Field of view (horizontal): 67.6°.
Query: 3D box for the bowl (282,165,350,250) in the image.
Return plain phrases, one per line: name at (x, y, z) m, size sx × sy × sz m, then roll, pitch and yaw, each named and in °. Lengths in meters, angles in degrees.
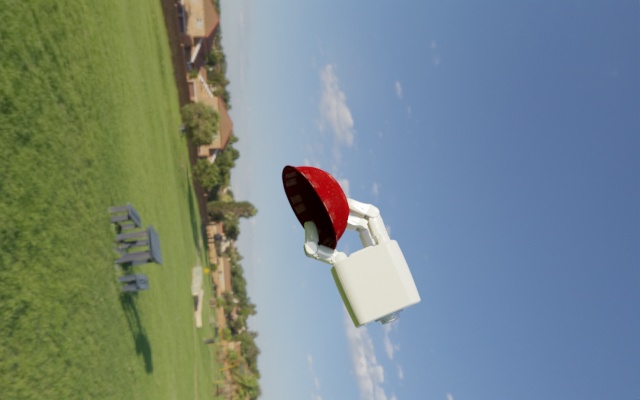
bowl at (0.000, 0.001, 0.800) m, size 0.055 × 0.162 × 0.162 m, roll -30°, pitch 11°, yaw -20°
